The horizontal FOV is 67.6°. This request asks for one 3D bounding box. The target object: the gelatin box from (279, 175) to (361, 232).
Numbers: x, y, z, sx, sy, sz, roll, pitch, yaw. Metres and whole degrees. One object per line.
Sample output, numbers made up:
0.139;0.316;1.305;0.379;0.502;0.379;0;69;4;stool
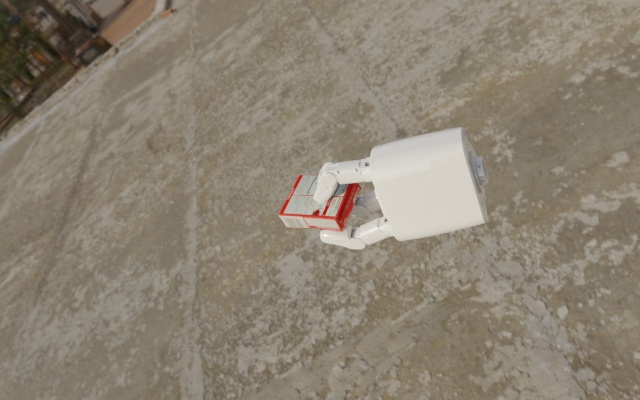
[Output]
0.000;0.002;0.624;0.089;0.073;0.030;3;-39;30;gelatin box
